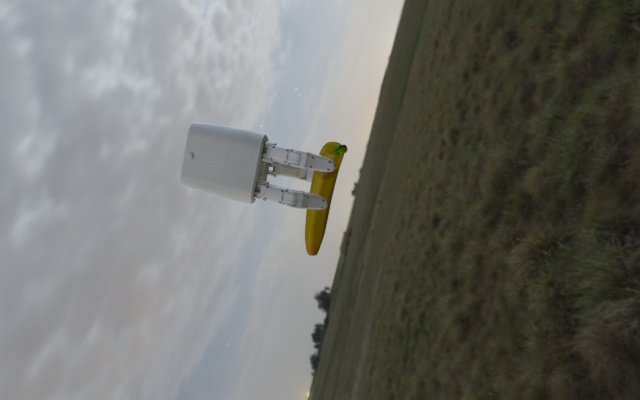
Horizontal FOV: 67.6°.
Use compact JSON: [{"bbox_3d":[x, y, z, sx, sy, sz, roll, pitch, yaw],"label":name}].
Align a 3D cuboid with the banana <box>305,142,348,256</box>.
[{"bbox_3d":[0.002,-0.011,0.703,0.037,0.198,0.069,11,34,-3],"label":"banana"}]
